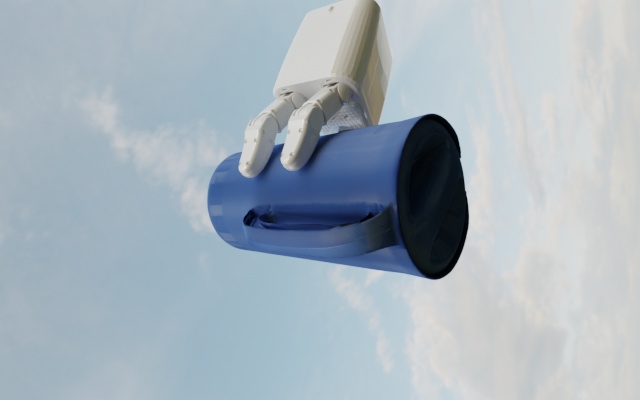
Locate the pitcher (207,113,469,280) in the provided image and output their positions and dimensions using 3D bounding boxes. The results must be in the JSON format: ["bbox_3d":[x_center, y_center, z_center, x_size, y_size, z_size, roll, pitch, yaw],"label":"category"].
[{"bbox_3d":[0.000,0.001,0.447,0.243,0.145,0.149,-1,-26,39],"label":"pitcher"}]
